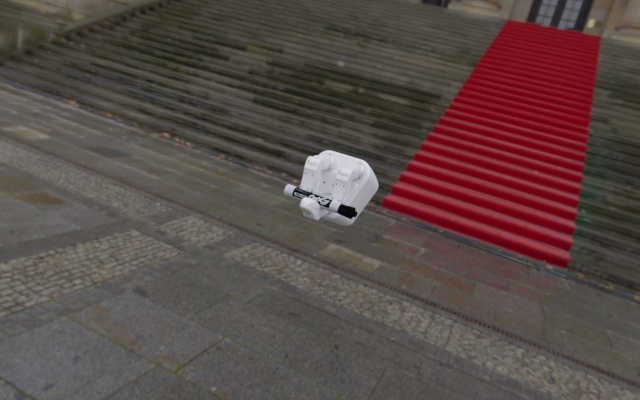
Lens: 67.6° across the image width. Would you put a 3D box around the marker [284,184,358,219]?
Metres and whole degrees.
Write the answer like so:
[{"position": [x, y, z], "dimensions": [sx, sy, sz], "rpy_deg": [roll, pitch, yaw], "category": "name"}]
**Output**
[{"position": [0.000, 0.002, 0.732], "dimensions": [0.121, 0.020, 0.020], "rpy_deg": [20, 7, 19], "category": "marker"}]
